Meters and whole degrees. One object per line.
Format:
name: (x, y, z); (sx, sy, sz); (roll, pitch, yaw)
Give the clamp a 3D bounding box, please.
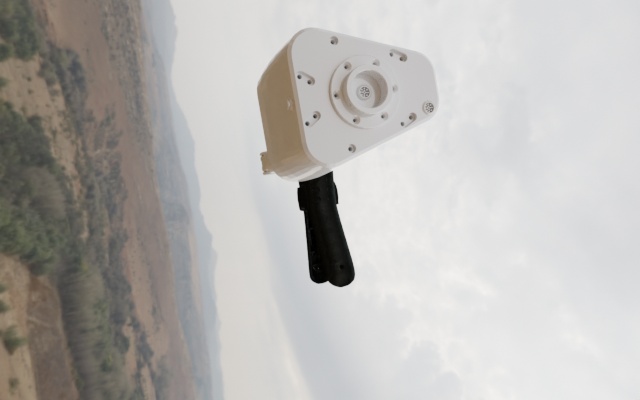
clamp: (0.001, 0.001, 0.442); (0.039, 0.171, 0.120); (-10, 2, -16)
